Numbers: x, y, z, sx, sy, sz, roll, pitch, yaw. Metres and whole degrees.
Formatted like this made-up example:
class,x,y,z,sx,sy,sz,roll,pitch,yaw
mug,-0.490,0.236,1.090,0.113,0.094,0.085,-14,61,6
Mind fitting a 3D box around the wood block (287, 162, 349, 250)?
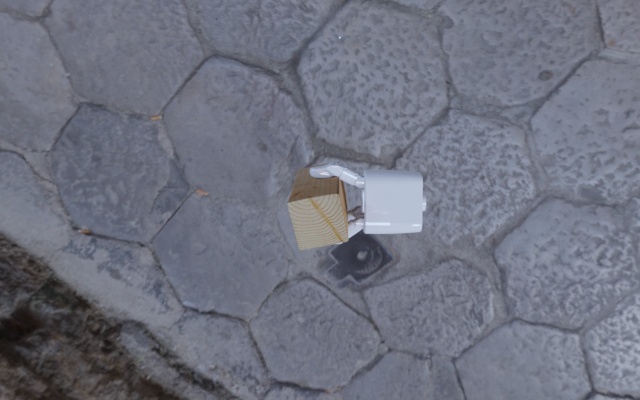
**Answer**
class,x,y,z,sx,sy,sz,roll,pitch,yaw
wood block,0.000,0.003,0.895,0.090,0.091,0.206,-11,18,6
